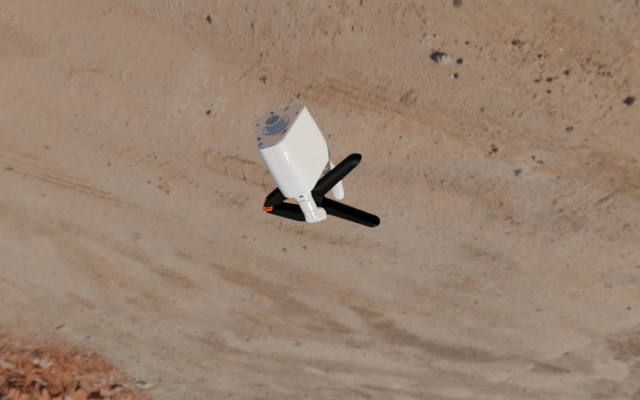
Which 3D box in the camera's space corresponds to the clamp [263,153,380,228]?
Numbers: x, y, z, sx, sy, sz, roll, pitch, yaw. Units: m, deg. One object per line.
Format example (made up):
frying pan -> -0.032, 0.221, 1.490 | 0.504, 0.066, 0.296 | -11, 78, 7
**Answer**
clamp -> -0.001, 0.003, 0.856 | 0.210, 0.165, 0.036 | -13, 39, 21
